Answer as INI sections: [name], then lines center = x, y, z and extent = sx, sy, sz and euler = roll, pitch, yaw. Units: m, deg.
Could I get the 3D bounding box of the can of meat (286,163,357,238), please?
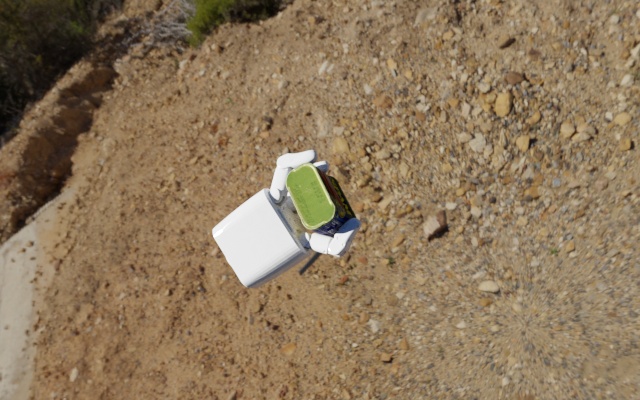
[can of meat]
center = 0.000, 0.002, 0.689
extent = 0.057, 0.102, 0.084
euler = -32, -23, 13
